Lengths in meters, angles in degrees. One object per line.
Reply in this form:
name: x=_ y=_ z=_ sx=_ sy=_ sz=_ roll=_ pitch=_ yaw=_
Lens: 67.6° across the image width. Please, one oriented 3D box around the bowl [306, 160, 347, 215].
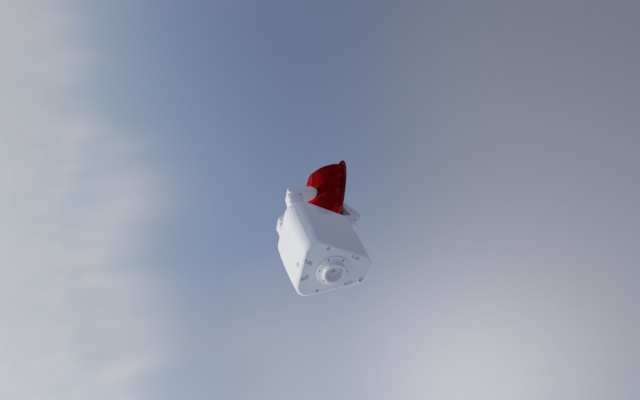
bowl: x=0.000 y=0.002 z=0.851 sx=0.055 sy=0.162 sz=0.162 roll=11 pitch=-1 yaw=-7
